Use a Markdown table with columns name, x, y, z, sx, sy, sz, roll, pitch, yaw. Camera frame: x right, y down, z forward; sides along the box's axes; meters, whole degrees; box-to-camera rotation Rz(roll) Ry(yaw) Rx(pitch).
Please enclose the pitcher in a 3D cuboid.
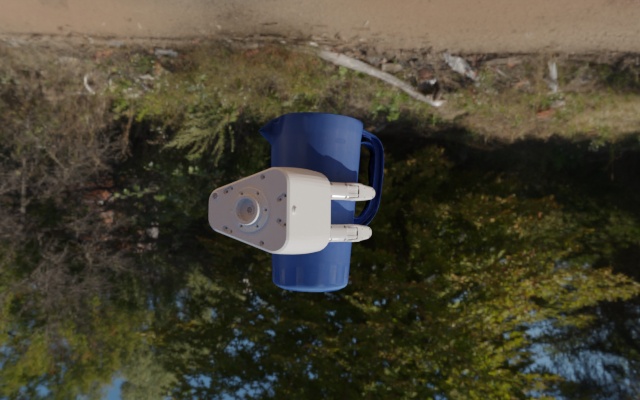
| name | x | y | z | sx | sy | sz | roll | pitch | yaw |
| --- | --- | --- | --- | --- | --- | --- | --- | --- | --- |
| pitcher | 0.000 | 0.002 | 0.685 | 0.149 | 0.243 | 0.145 | 1 | -2 | 24 |
